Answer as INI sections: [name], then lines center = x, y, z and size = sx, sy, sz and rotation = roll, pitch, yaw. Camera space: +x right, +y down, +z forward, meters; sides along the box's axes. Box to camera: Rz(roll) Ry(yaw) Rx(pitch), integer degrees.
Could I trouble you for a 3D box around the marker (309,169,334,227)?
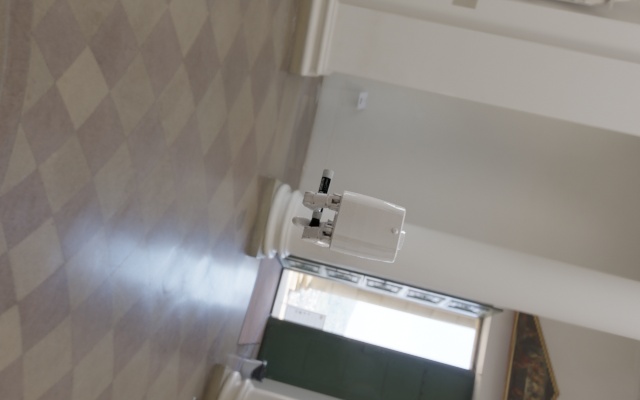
[marker]
center = 0.000, 0.003, 0.849
size = 0.020, 0.121, 0.020
rotation = 14, -14, 4
